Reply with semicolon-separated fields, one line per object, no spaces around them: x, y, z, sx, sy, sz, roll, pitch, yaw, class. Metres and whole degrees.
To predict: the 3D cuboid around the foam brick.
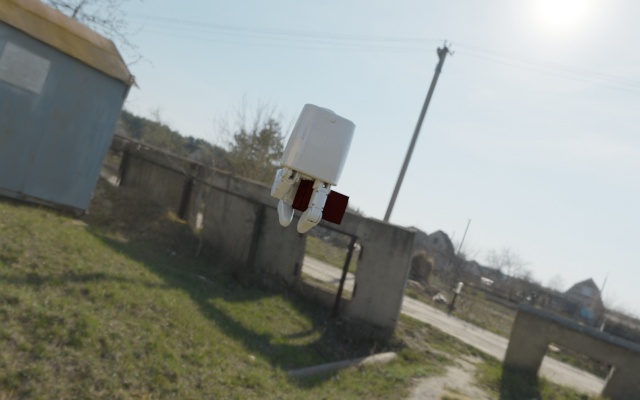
0.000;0.003;0.793;0.078;0.051;0.053;21;-3;-17;foam brick
